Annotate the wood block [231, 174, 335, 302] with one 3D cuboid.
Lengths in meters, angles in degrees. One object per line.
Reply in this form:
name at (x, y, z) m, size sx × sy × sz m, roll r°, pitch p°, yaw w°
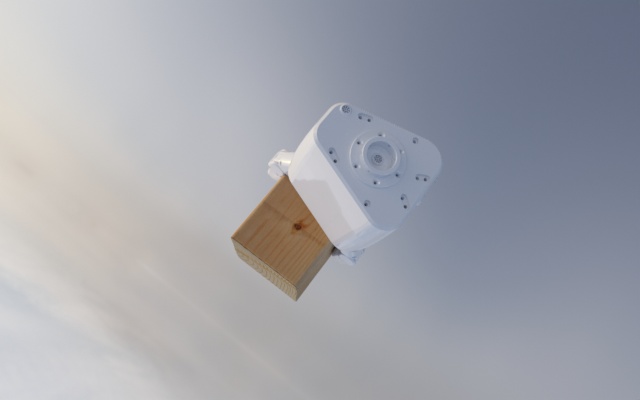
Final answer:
wood block at (0.000, 0.002, 0.557) m, size 0.091 × 0.206 × 0.090 m, roll 36°, pitch -19°, yaw 10°
